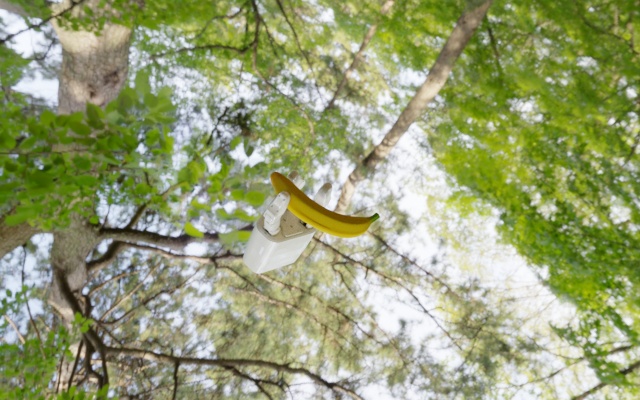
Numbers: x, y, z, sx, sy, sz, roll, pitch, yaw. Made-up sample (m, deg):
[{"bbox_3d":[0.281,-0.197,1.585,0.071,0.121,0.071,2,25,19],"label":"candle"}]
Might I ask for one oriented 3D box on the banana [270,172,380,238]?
[{"bbox_3d":[-0.001,0.016,0.790,0.198,0.069,0.037,24,-47,-4],"label":"banana"}]
